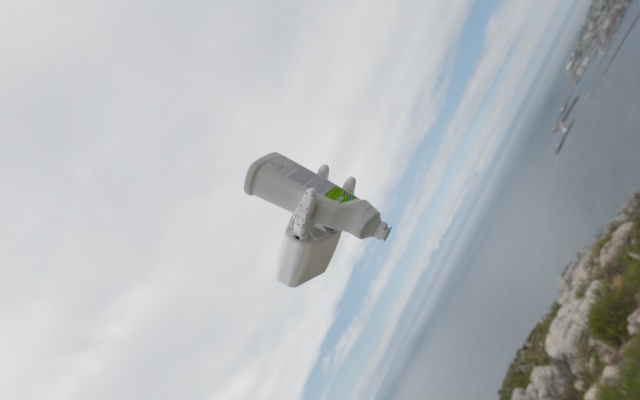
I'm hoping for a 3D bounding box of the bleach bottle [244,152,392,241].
[{"bbox_3d":[0.000,0.003,0.811,0.251,0.068,0.102,28,32,15],"label":"bleach bottle"}]
